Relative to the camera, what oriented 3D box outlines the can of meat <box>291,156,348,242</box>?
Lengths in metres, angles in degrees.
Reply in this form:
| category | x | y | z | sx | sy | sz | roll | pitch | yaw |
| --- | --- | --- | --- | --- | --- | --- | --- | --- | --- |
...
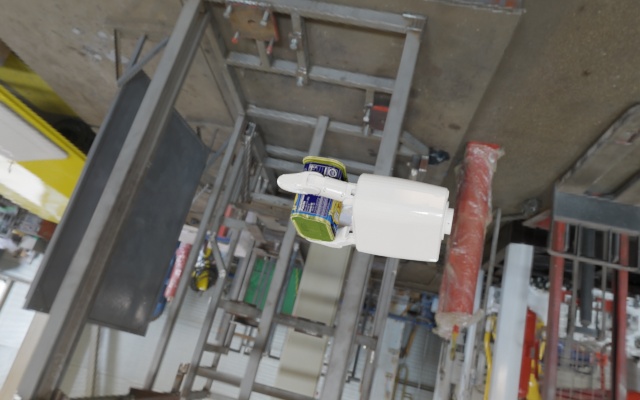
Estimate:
| category | x | y | z | sx | sy | sz | roll | pitch | yaw |
| --- | --- | --- | --- | --- | --- | --- | --- | --- | --- |
| can of meat | 0.000 | 0.002 | 0.638 | 0.057 | 0.084 | 0.102 | 10 | -20 | 12 |
